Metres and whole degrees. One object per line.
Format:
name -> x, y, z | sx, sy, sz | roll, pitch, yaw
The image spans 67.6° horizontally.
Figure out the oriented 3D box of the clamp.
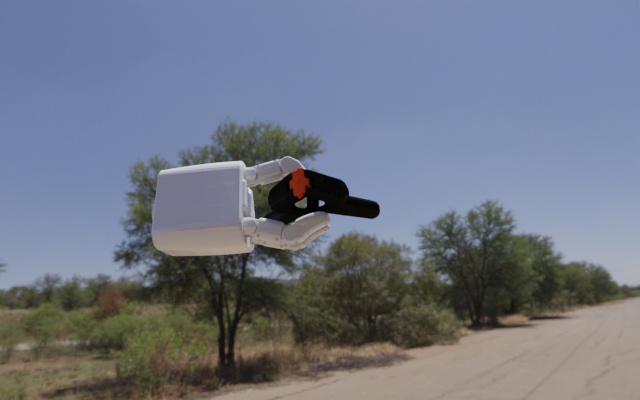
clamp -> 0.000, 0.001, 0.590 | 0.164, 0.036, 0.210 | -6, -14, -1
